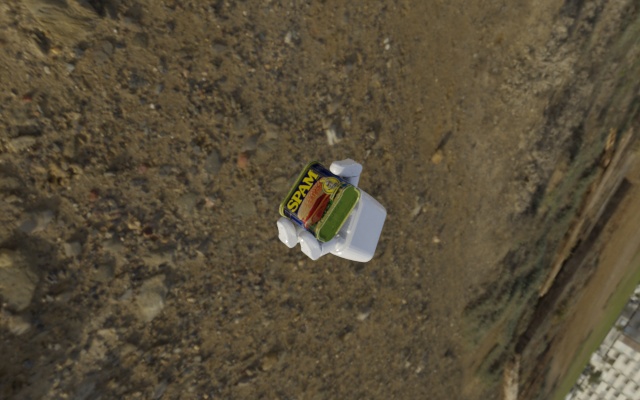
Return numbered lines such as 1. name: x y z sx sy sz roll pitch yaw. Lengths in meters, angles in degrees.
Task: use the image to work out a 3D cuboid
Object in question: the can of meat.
1. can of meat: 0.000 0.002 0.731 0.084 0.102 0.057 34 2 34
